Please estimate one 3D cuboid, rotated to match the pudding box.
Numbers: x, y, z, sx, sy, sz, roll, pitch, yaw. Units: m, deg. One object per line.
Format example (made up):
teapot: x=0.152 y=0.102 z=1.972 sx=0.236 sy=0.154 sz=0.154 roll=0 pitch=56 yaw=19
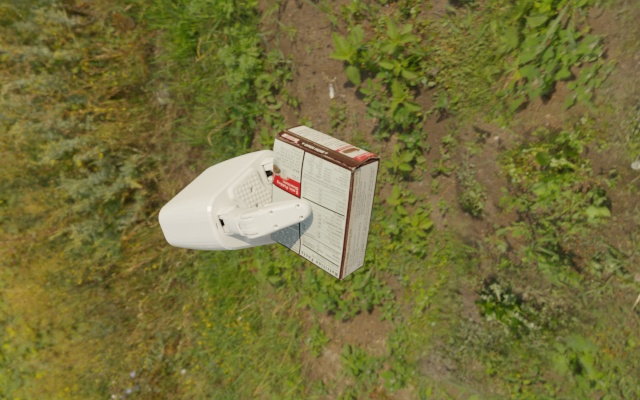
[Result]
pudding box: x=0.000 y=0.001 z=0.418 sx=0.090 sy=0.114 sz=0.039 roll=26 pitch=38 yaw=32
